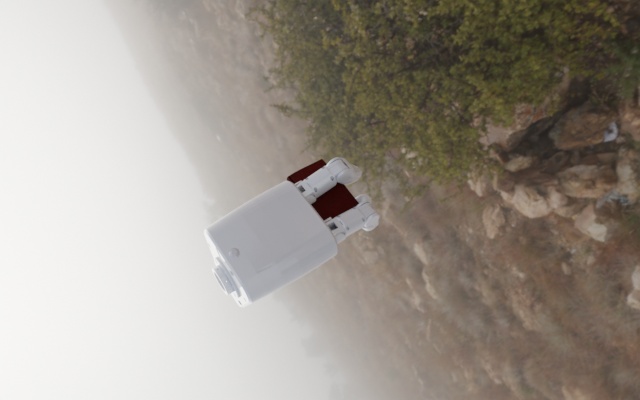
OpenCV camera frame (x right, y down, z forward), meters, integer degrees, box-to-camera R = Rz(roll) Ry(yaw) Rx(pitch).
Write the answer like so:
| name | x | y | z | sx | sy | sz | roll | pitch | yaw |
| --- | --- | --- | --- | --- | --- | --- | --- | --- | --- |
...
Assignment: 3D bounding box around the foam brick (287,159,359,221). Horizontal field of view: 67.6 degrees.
| name | x | y | z | sx | sy | sz | roll | pitch | yaw |
| --- | --- | --- | --- | --- | --- | --- | --- | --- | --- |
| foam brick | 0.000 | 0.002 | 0.558 | 0.051 | 0.078 | 0.053 | -29 | -23 | -23 |
